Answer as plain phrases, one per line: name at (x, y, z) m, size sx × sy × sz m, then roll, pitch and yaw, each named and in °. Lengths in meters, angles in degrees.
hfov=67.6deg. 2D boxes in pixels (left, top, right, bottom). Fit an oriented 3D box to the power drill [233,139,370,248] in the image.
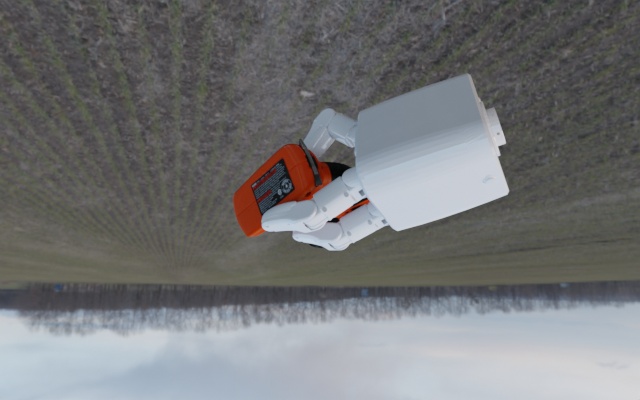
power drill at (0.000, 0.002, 0.527) m, size 0.187 × 0.057 × 0.184 m, roll 1°, pitch -33°, yaw -49°
